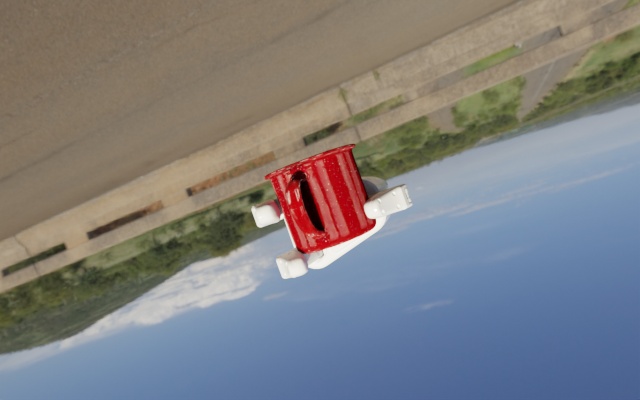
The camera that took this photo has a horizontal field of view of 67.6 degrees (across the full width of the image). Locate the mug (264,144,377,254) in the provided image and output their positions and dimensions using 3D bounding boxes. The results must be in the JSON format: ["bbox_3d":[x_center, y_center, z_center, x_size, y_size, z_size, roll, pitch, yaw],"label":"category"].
[{"bbox_3d":[0.000,0.002,0.443,0.093,0.081,0.117,-20,1,17],"label":"mug"}]
